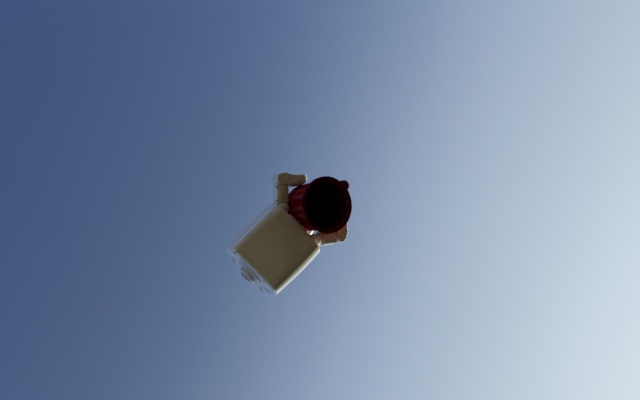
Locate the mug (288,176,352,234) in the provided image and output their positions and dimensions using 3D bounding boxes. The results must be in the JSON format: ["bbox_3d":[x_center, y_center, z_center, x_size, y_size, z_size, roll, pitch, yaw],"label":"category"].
[{"bbox_3d":[0.001,0.002,0.807,0.117,0.093,0.081,-43,17,-25],"label":"mug"}]
